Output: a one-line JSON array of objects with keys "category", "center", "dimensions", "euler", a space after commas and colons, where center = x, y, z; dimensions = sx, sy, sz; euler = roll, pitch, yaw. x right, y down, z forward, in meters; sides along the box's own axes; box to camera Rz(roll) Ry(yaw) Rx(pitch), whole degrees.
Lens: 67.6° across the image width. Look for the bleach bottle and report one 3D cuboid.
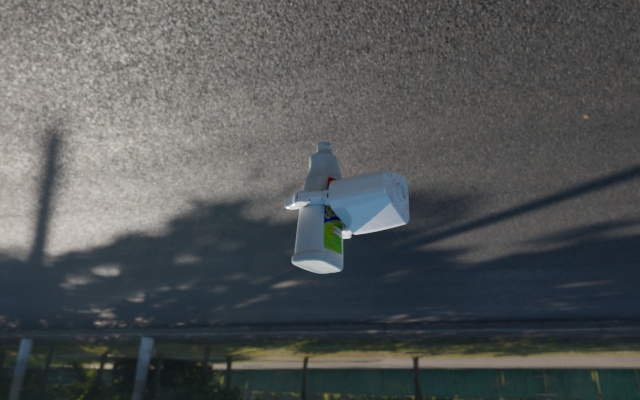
[{"category": "bleach bottle", "center": [0.000, 0.003, 0.892], "dimensions": [0.068, 0.250, 0.102], "euler": [-12, -26, 30]}]
